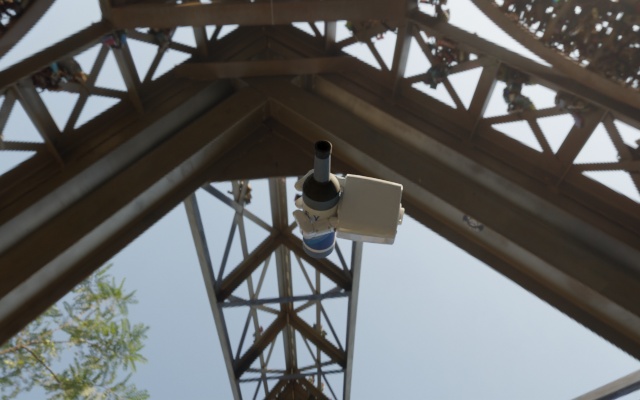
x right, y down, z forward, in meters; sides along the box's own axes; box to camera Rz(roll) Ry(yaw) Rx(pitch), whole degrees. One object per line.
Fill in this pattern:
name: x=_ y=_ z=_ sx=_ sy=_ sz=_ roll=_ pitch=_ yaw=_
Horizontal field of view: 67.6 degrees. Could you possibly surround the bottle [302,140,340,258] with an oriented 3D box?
bottle: x=0.000 y=0.003 z=0.867 sx=0.069 sy=0.069 sz=0.296 roll=0 pitch=-37 yaw=-2
